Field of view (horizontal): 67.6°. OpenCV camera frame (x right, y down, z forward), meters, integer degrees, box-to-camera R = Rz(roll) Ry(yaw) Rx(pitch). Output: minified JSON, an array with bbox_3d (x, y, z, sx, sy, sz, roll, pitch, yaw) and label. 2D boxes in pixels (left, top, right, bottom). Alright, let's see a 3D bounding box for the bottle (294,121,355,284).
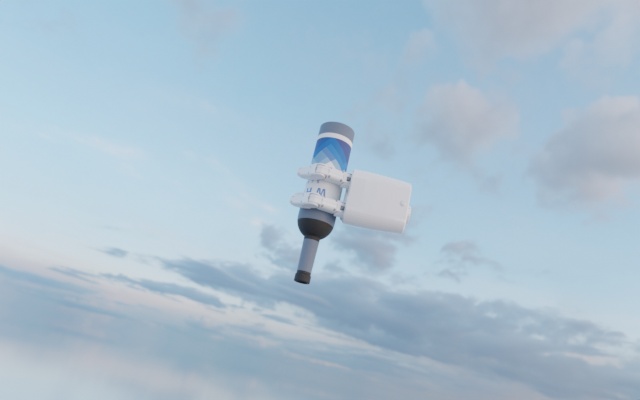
[{"bbox_3d":[0.000,0.003,0.851,0.069,0.295,0.069,12,-20,4],"label":"bottle"}]
